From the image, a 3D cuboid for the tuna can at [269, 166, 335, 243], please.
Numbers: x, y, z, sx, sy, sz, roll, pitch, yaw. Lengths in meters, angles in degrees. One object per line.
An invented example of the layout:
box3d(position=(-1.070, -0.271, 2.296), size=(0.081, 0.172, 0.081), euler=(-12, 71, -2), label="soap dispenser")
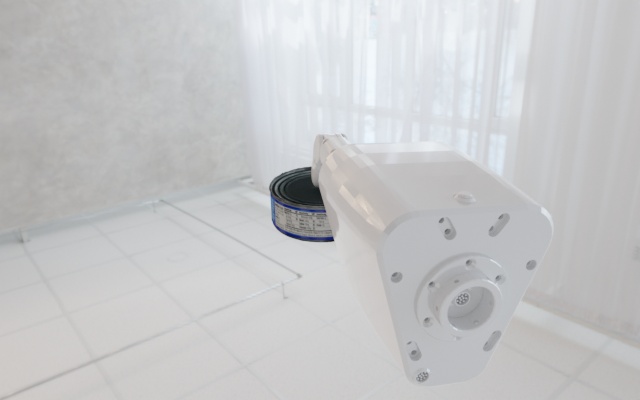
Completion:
box3d(position=(0.000, 0.002, 0.406), size=(0.086, 0.034, 0.086), euler=(0, 25, 0), label="tuna can")
